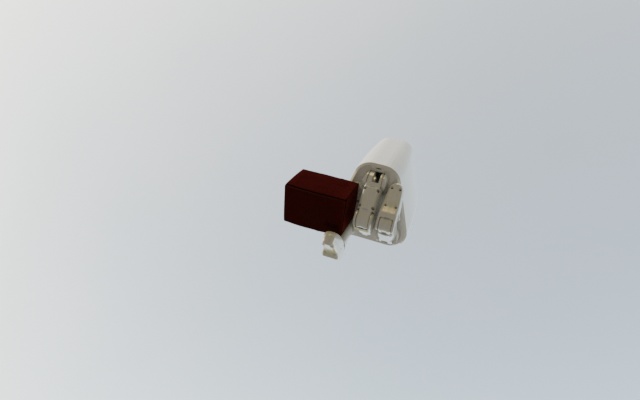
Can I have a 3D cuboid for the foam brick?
[{"bbox_3d":[0.000,0.002,0.586,0.078,0.053,0.051,16,32,15],"label":"foam brick"}]
